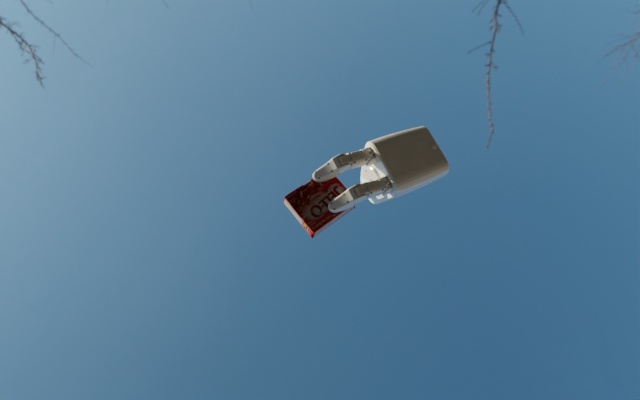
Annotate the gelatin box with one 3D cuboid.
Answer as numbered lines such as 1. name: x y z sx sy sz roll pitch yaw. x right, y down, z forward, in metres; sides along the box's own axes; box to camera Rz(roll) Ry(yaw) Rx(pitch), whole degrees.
1. gelatin box: 0.000 0.003 0.733 0.089 0.073 0.030 -35 -15 -18
